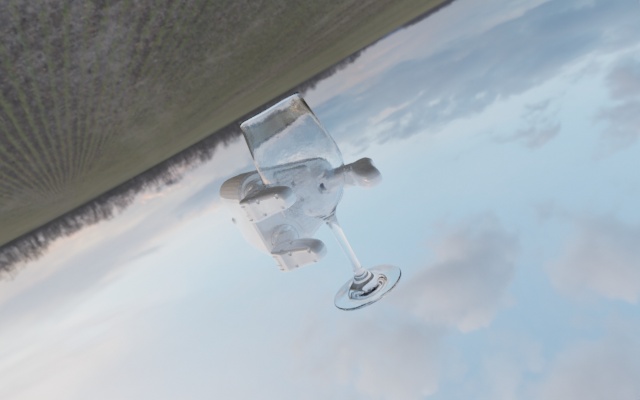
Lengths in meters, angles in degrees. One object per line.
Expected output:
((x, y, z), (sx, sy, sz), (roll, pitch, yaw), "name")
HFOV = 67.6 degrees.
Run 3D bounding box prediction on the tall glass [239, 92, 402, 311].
((0.001, 0.002, 0.453), (0.079, 0.201, 0.079), (-27, 14, 7), "tall glass")
